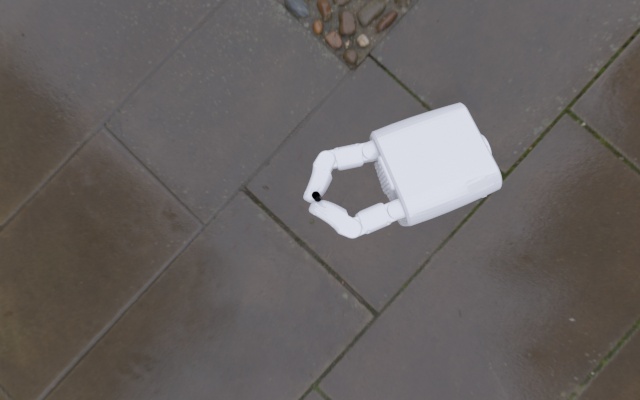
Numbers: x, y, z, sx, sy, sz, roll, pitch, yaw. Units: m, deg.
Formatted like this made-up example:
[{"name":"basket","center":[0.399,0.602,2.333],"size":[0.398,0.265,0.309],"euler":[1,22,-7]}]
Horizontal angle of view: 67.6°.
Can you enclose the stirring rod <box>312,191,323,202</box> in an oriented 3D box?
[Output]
[{"name":"stirring rod","center":[0.000,0.002,0.571],"size":[0.011,0.011,0.239],"euler":[0,-3,2]}]
